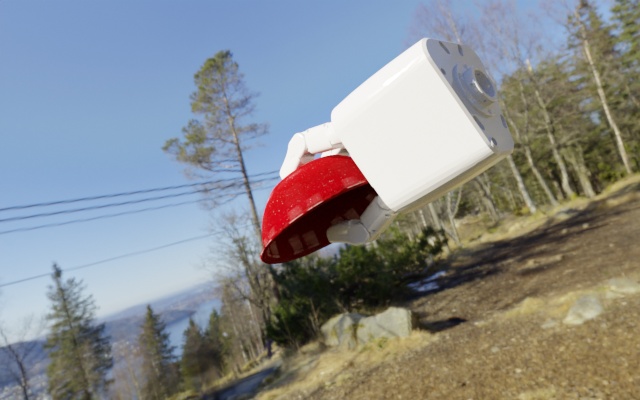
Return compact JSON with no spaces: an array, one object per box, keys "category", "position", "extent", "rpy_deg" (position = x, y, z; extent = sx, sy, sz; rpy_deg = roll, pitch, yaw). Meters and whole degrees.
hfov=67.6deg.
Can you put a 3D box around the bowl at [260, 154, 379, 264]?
[{"category":"bowl","position":[-0.001,0.002,0.492],"extent":[0.162,0.055,0.162],"rpy_deg":[-28,-18,-10]}]
